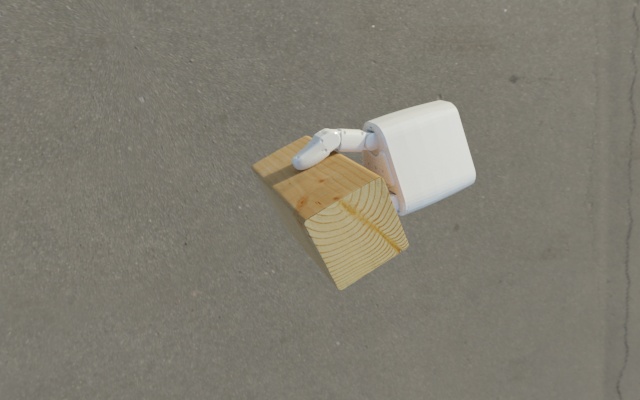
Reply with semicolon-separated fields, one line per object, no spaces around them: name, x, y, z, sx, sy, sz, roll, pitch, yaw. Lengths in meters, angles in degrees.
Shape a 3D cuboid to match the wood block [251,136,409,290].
wood block;0.000;0.001;0.553;0.090;0.091;0.206;-30;27;-11
